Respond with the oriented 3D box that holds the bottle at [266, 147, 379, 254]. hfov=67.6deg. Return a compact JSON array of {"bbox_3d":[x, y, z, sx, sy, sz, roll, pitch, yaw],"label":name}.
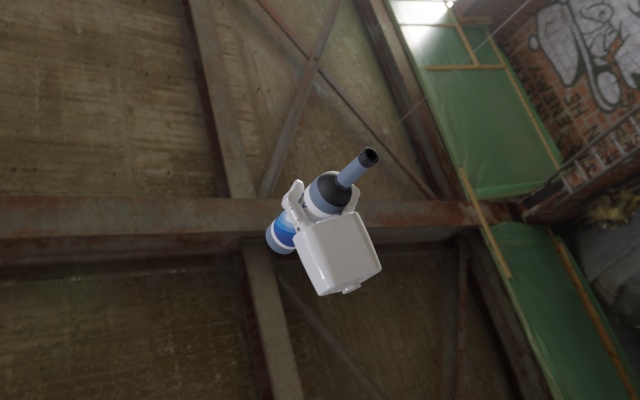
[{"bbox_3d":[0.000,0.003,0.809,0.069,0.069,0.296,0,-28,-35],"label":"bottle"}]
